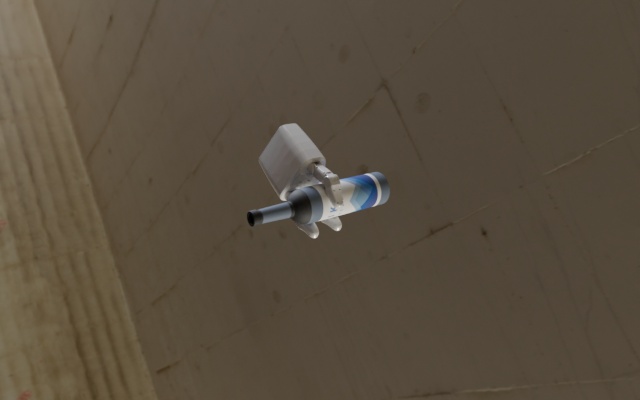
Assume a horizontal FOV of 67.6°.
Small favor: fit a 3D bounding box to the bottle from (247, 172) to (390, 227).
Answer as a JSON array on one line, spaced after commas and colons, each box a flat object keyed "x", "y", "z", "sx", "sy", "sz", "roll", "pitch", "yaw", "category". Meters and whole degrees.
[{"x": 0.000, "y": 0.003, "z": 0.883, "sx": 0.295, "sy": 0.069, "sz": 0.069, "roll": -13, "pitch": 8, "yaw": -35, "category": "bottle"}]
